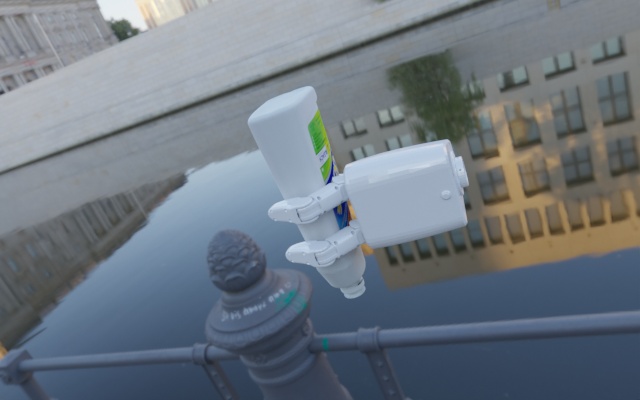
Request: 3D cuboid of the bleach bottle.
[{"bbox_3d":[0.000,0.002,0.560,0.068,0.251,0.102,-15,22,18],"label":"bleach bottle"}]
